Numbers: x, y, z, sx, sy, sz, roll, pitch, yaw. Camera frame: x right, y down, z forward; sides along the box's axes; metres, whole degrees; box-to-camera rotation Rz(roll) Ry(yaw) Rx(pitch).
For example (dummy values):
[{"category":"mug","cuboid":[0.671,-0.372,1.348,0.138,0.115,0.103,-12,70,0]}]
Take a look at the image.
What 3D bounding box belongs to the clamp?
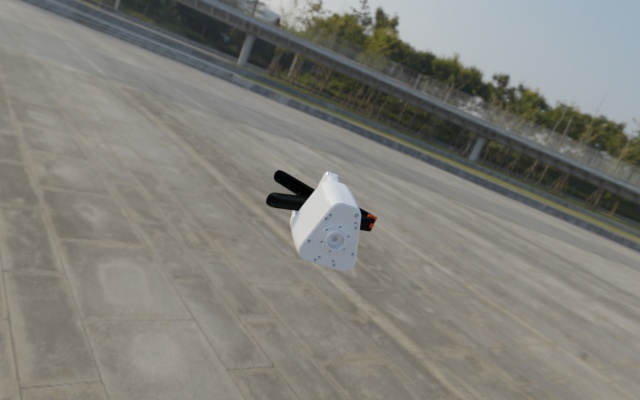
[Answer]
[{"category":"clamp","cuboid":[0.001,0.002,0.871,0.210,0.036,0.164,19,18,-14]}]
